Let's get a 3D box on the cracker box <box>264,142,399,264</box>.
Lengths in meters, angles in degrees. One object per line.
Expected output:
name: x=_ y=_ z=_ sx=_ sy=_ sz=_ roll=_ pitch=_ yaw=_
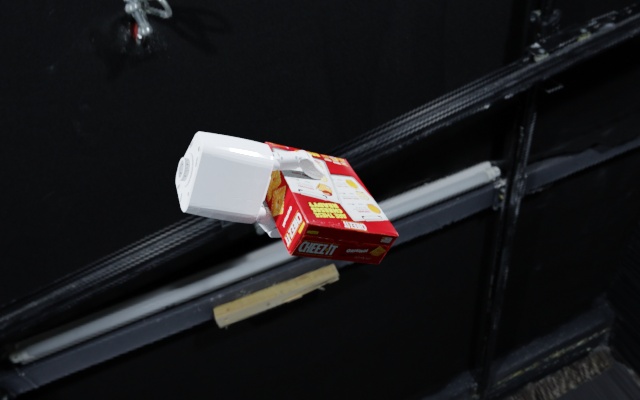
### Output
cracker box: x=0.000 y=0.002 z=0.761 sx=0.164 sy=0.072 sz=0.213 roll=9 pitch=33 yaw=-31
